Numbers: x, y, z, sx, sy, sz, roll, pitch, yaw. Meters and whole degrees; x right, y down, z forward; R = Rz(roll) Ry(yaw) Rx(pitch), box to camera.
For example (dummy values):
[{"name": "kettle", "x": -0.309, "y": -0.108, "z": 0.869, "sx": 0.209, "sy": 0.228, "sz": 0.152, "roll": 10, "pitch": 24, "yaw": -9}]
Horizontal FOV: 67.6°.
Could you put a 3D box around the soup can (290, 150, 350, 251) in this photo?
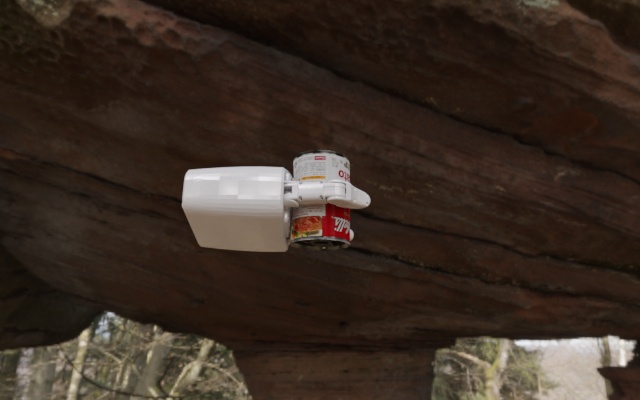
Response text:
[{"name": "soup can", "x": 0.001, "y": 0.001, "z": 0.546, "sx": 0.068, "sy": 0.102, "sz": 0.068, "roll": 1, "pitch": -16, "yaw": 0}]
